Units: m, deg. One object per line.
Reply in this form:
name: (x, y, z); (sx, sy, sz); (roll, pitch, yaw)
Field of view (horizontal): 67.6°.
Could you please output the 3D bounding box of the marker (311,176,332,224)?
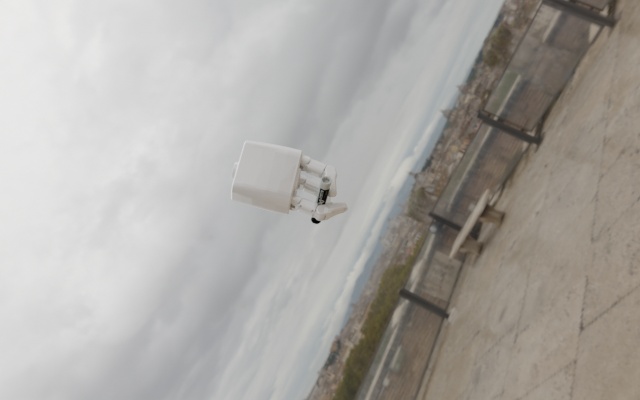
marker: (0.000, 0.003, 0.838); (0.020, 0.020, 0.121); (0, -37, -11)
